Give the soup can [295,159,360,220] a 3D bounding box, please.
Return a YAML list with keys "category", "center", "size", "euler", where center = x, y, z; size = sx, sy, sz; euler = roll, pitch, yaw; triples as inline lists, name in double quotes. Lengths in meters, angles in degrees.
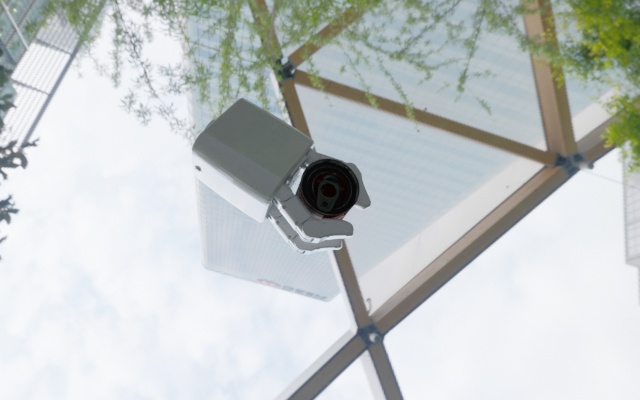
- category: "soup can"
  center: [0.000, 0.002, 0.575]
  size: [0.068, 0.068, 0.102]
  euler: [0, -21, -13]
